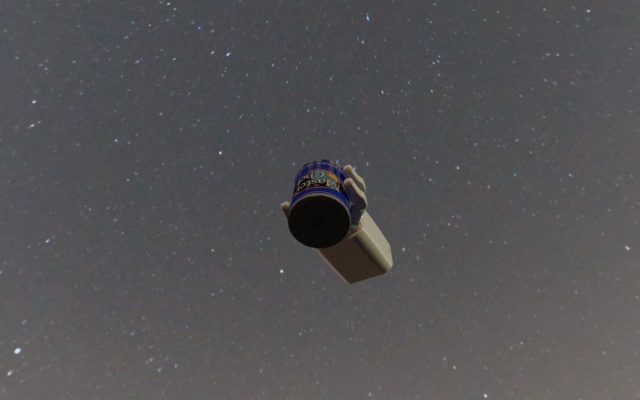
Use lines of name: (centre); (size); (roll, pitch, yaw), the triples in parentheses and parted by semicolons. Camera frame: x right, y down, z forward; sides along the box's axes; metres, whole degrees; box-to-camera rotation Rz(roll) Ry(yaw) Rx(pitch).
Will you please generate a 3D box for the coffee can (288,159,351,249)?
coffee can: (0.000, 0.003, 0.834); (0.103, 0.103, 0.140); (0, 29, 2)
